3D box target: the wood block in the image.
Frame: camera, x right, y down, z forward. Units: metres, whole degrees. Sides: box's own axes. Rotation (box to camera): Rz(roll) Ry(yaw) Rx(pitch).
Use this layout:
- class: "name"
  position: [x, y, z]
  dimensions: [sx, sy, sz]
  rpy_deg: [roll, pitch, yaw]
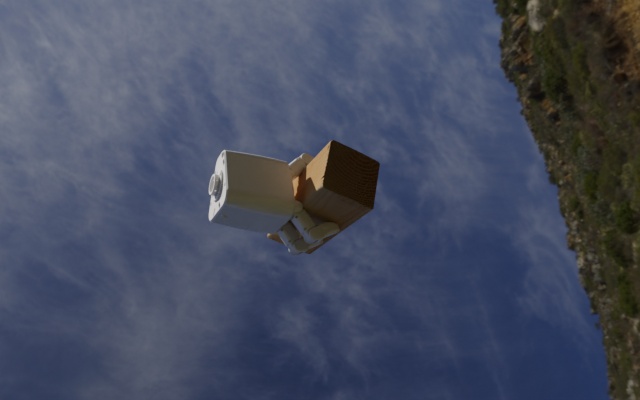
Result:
- class: "wood block"
  position: [0.000, 0.002, 0.784]
  dimensions: [0.090, 0.090, 0.206]
  rpy_deg: [23, -34, -19]
